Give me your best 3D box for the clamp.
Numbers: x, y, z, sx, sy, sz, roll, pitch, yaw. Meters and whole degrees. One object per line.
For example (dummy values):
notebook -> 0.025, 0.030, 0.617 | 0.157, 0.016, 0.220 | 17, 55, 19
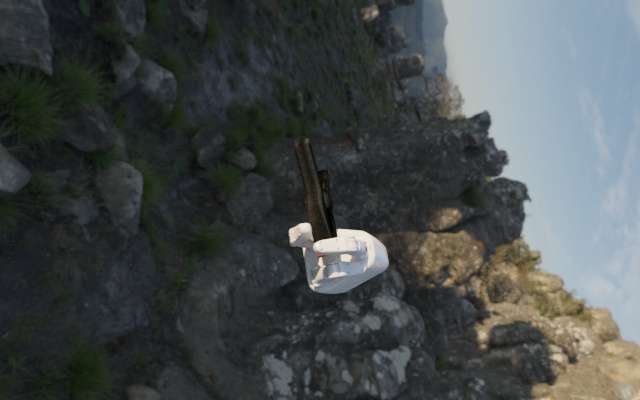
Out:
clamp -> 0.001, 0.002, 0.706 | 0.039, 0.171, 0.120 | -14, -17, 18
